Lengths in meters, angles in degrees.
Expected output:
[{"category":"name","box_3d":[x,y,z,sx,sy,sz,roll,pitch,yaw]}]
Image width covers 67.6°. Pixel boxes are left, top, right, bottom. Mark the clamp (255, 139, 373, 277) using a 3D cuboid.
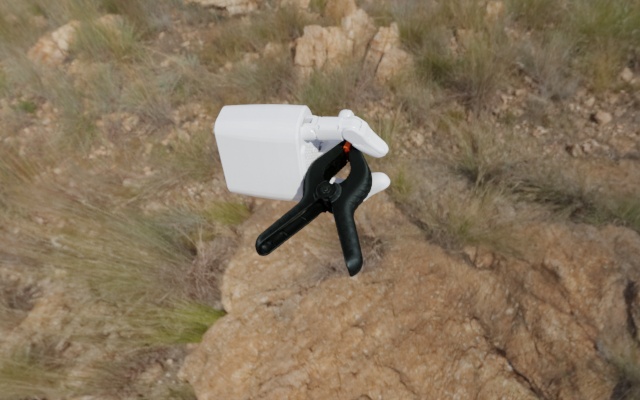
[{"category":"clamp","box_3d":[0.000,0.001,0.528,0.120,0.171,0.039,5,-36,15]}]
